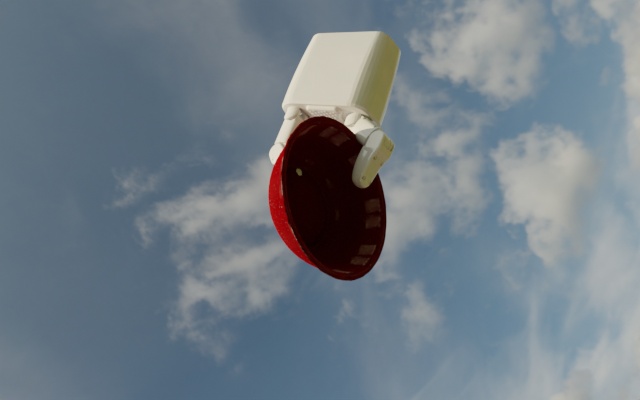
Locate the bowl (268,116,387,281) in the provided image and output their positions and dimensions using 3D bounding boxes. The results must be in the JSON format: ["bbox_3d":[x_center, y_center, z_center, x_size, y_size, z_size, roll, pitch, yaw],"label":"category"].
[{"bbox_3d":[-0.001,0.003,0.475,0.055,0.162,0.162,-15,-9,38],"label":"bowl"}]
